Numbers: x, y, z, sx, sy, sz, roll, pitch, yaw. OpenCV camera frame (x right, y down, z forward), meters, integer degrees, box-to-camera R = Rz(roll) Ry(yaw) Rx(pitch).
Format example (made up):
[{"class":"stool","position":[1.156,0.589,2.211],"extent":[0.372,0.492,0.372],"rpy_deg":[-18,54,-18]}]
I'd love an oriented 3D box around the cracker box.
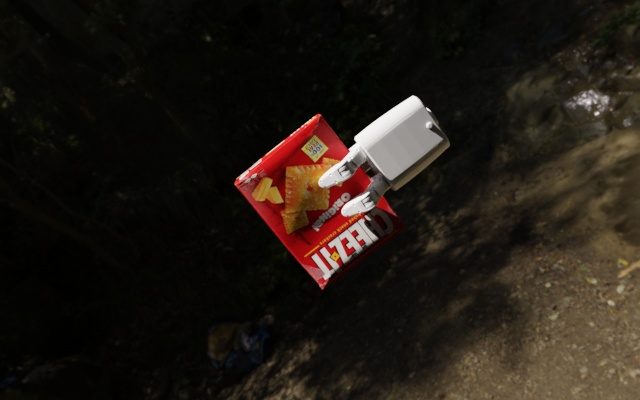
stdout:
[{"class":"cracker box","position":[0.000,0.002,0.729],"extent":[0.164,0.214,0.072],"rpy_deg":[-38,10,5]}]
